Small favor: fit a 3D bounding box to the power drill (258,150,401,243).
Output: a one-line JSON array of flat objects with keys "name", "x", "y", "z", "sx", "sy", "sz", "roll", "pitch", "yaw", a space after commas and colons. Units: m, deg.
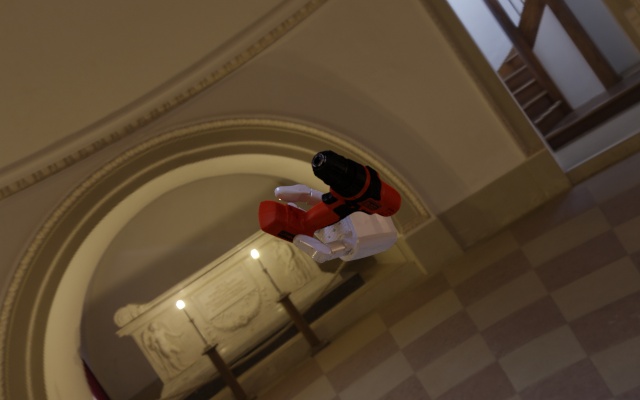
[{"name": "power drill", "x": 0.000, "y": 0.002, "z": 0.698, "sx": 0.188, "sy": 0.057, "sz": 0.184, "roll": -23, "pitch": -34, "yaw": 32}]
